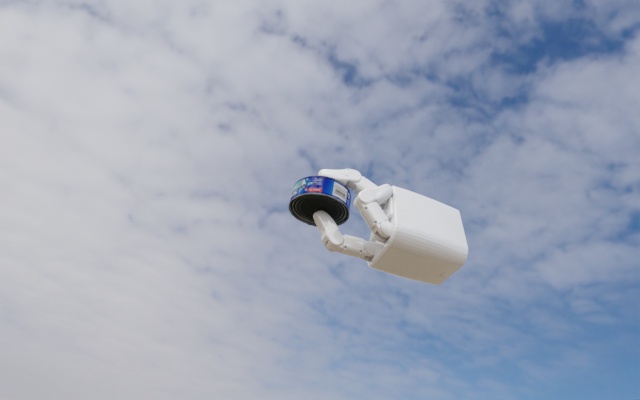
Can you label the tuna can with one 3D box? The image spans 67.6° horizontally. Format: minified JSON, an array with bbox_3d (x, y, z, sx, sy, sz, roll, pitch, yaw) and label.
[{"bbox_3d":[0.000,0.002,0.673,0.086,0.033,0.086,7,-33,4],"label":"tuna can"}]
